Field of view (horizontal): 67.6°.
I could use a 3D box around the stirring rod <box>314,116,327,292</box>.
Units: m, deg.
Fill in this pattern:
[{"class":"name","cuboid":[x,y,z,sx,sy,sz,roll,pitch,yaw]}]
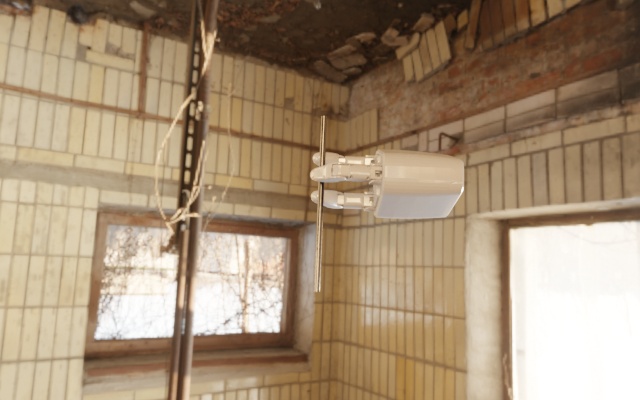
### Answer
[{"class":"stirring rod","cuboid":[0.000,0.002,0.651,0.011,0.239,0.011,2,-7,0]}]
